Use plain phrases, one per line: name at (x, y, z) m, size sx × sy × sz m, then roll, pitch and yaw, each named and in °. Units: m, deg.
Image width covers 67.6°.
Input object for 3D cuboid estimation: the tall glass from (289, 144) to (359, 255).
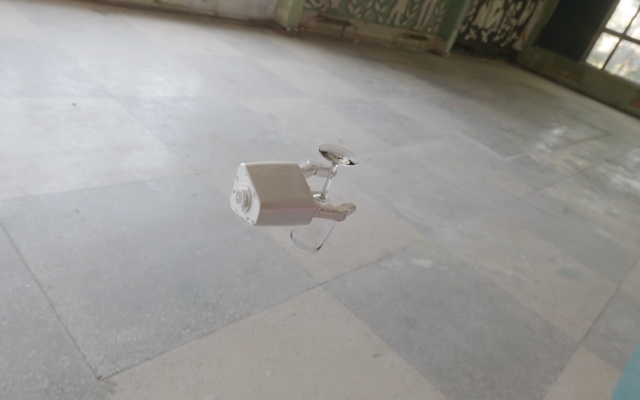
tall glass at (0.001, 0.002, 0.871) m, size 0.079 × 0.201 × 0.079 m, roll 16°, pitch 29°, yaw -9°
